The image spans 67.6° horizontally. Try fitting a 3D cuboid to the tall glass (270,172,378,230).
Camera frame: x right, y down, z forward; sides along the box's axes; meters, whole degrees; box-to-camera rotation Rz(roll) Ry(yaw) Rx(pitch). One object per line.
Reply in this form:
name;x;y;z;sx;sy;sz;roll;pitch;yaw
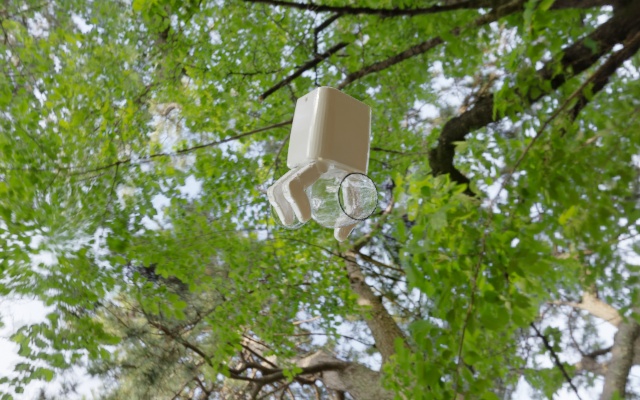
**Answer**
tall glass;0.000;0.002;0.691;0.079;0.079;0.201;0;-4;-29
